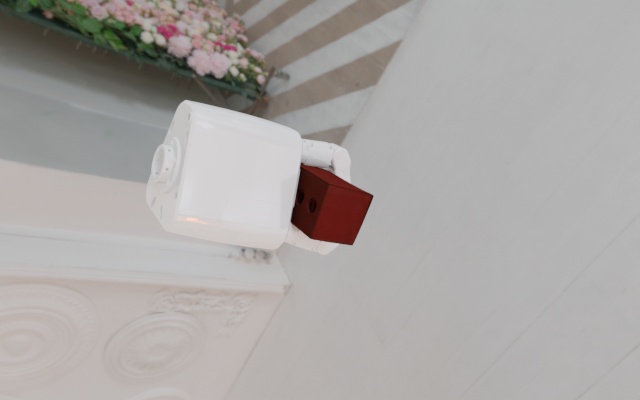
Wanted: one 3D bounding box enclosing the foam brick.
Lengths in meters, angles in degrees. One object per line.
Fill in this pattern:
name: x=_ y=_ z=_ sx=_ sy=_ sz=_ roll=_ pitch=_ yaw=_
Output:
foam brick: x=0.000 y=0.001 z=0.449 sx=0.051 sy=0.053 sz=0.078 roll=13 pitch=12 yaw=-36
